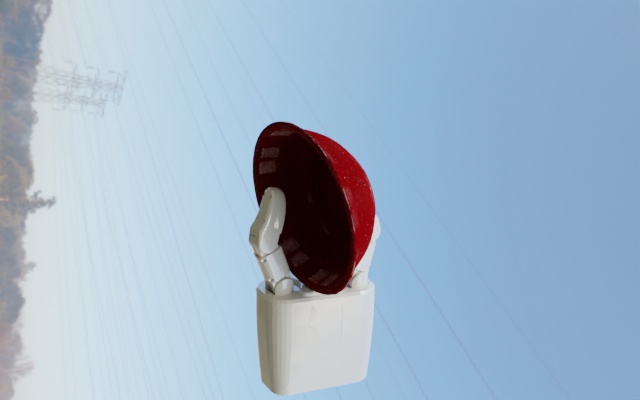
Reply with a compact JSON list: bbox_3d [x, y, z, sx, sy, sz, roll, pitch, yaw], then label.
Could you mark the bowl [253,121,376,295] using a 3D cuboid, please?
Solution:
[{"bbox_3d":[0.000,0.000,0.438,0.055,0.162,0.162,-21,11,-30],"label":"bowl"}]
